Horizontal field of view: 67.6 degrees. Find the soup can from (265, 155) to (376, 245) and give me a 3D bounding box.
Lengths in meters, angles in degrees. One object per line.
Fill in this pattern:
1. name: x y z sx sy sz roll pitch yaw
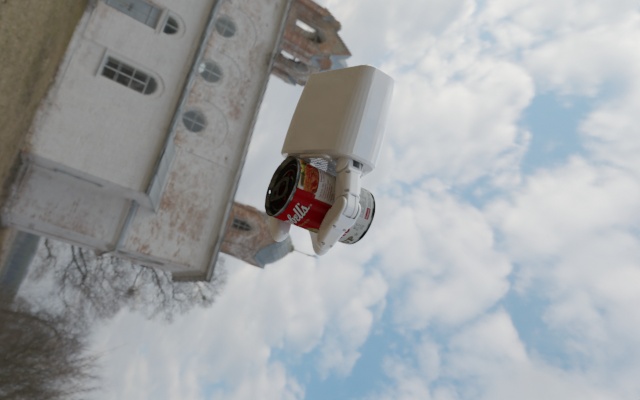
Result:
1. soup can: 0.000 0.002 0.518 0.102 0.068 0.068 23 -11 -27
